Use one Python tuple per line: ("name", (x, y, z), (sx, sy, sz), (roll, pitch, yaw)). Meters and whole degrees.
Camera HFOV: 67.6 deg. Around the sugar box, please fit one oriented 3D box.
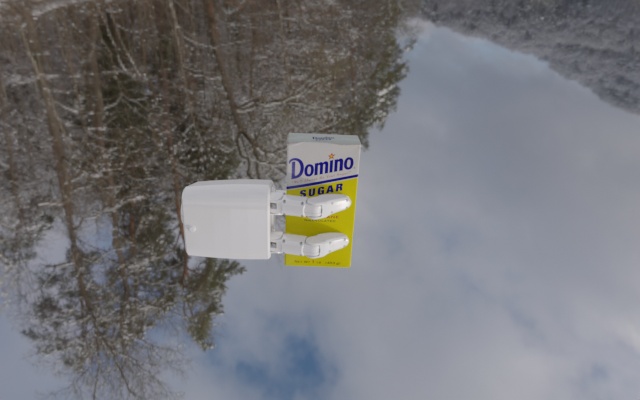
("sugar box", (0.000, 0.002, 0.630), (0.093, 0.176, 0.048), (1, 25, -2))
